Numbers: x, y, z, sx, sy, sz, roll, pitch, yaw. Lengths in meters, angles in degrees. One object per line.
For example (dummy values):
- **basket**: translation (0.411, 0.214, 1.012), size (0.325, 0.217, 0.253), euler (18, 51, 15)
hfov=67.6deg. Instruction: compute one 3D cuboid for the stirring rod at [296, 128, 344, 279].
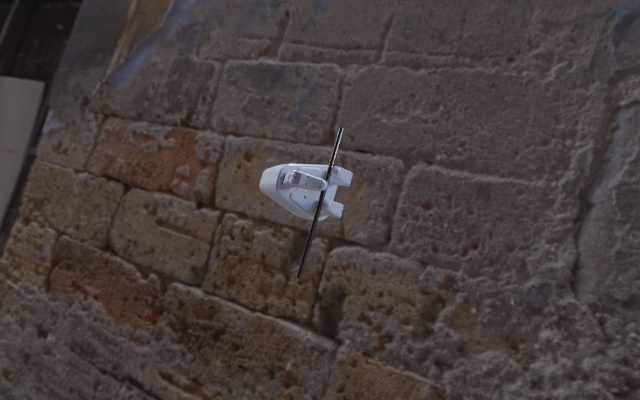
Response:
- **stirring rod**: translation (0.000, 0.002, 0.735), size (0.011, 0.239, 0.011), euler (16, -6, 2)
